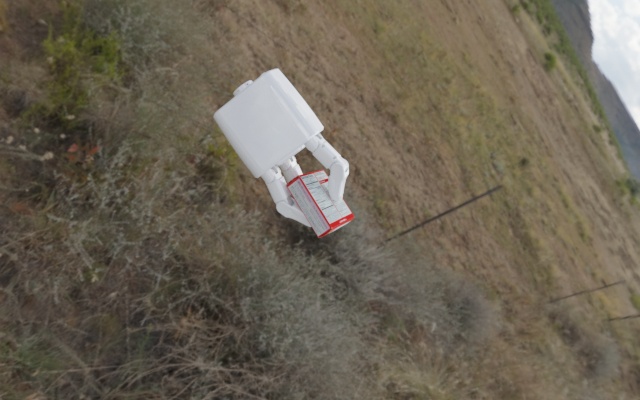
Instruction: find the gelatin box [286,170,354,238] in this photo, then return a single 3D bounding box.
[{"bbox_3d":[0.001,0.002,0.676,0.030,0.089,0.073,-37,-8,30],"label":"gelatin box"}]
